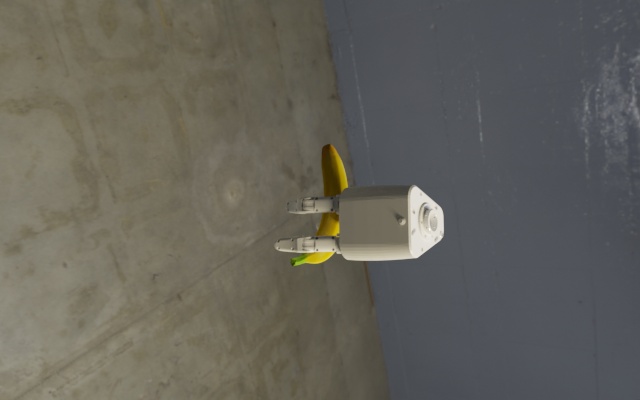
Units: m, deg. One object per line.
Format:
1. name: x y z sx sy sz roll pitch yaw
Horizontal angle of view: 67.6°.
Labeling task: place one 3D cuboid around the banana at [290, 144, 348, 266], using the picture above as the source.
1. banana: 0.012 0.013 0.721 0.037 0.197 0.070 -6 -28 44
